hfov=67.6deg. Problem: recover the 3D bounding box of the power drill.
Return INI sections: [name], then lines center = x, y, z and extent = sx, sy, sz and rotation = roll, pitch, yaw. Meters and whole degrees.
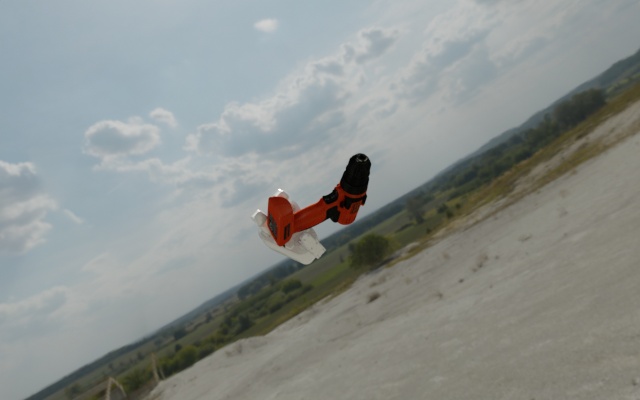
[power drill]
center = 0.000, 0.003, 0.855
extent = 0.187, 0.057, 0.185
rotation = -18, -33, -21
